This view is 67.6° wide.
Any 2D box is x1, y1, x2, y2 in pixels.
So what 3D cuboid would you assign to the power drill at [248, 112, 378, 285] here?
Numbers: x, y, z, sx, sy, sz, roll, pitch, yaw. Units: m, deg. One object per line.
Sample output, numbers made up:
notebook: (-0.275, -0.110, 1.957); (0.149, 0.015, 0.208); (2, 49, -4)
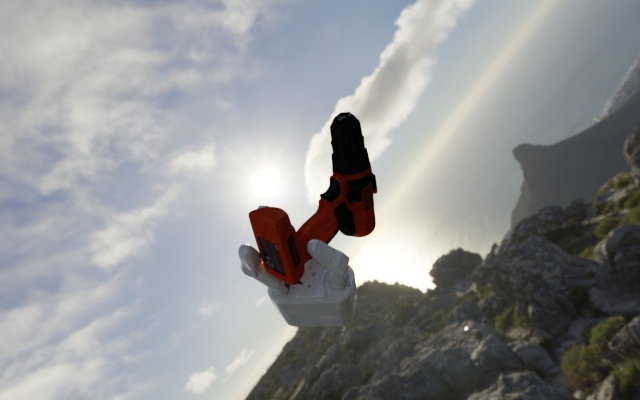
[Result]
power drill: (0.000, 0.002, 0.604); (0.057, 0.184, 0.187); (19, 43, 42)
